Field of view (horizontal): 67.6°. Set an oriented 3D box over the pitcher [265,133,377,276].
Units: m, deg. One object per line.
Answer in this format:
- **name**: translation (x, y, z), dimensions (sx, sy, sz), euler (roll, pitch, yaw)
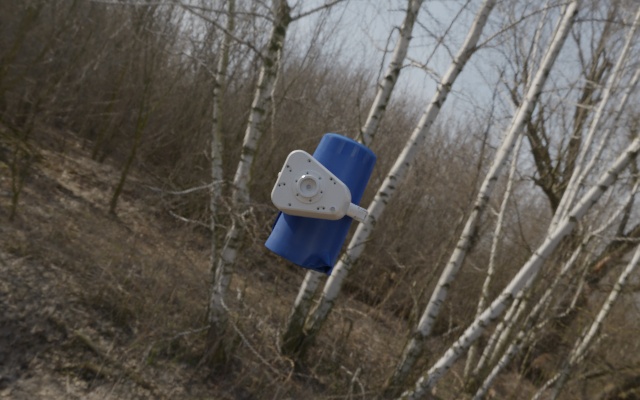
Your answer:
- **pitcher**: translation (0.000, 0.003, 0.884), dimensions (0.149, 0.243, 0.145), euler (25, -2, 8)
